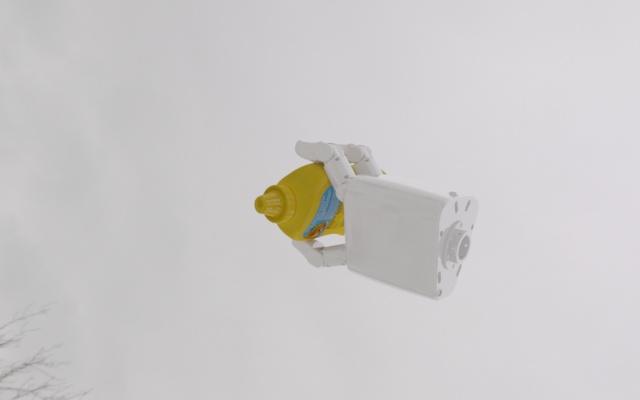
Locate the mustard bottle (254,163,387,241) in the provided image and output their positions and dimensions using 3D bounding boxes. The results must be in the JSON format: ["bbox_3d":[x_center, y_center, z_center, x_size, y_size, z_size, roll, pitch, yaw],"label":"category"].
[{"bbox_3d":[0.000,0.002,0.557,0.191,0.096,0.058,-3,39,-50],"label":"mustard bottle"}]
